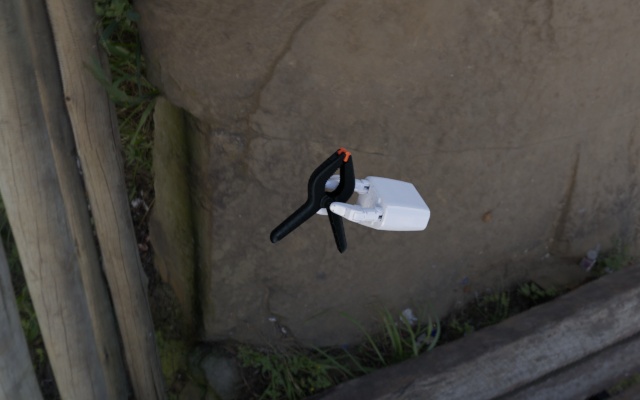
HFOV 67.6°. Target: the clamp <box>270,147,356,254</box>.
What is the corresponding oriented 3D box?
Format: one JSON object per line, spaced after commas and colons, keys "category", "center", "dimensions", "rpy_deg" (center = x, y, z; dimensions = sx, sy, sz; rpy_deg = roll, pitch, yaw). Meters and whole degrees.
{"category": "clamp", "center": [0.001, 0.003, 0.880], "dimensions": [0.164, 0.210, 0.036], "rpy_deg": [4, 22, -29]}
